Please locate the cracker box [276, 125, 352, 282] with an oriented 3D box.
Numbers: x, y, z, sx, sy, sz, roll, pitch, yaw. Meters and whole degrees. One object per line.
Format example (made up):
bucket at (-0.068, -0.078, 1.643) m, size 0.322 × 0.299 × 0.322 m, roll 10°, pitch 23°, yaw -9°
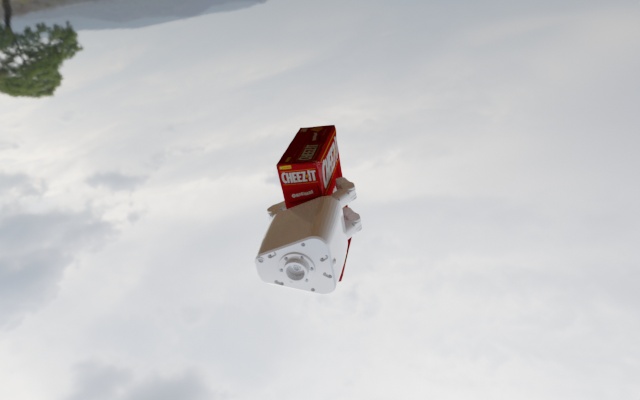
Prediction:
cracker box at (0.000, 0.003, 0.789) m, size 0.072 × 0.214 × 0.164 m, roll -4°, pitch 27°, yaw 13°
